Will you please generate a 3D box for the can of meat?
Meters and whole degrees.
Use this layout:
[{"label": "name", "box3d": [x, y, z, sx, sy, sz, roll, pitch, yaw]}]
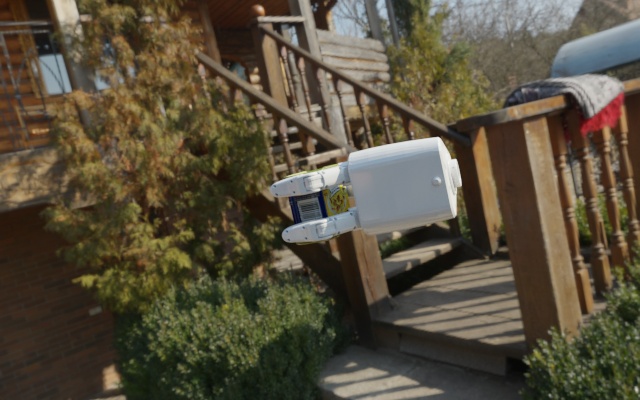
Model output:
[{"label": "can of meat", "box3d": [0.000, 0.002, 0.606, 0.057, 0.084, 0.102, -10, 6, 23]}]
